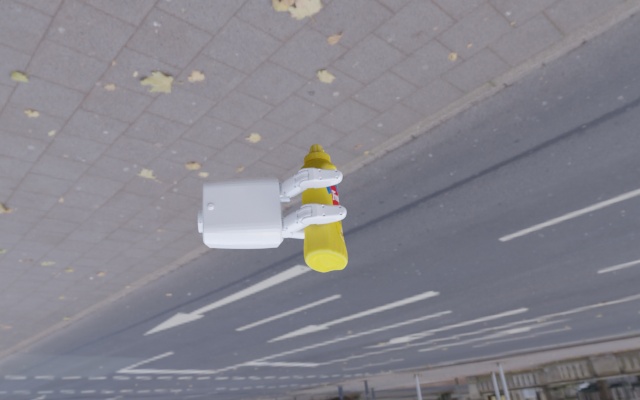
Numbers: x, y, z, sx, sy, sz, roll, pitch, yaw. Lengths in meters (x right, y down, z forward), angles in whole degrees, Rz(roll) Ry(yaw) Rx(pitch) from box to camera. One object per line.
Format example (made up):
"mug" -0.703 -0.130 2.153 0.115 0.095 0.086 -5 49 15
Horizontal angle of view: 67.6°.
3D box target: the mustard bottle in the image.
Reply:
"mustard bottle" 0.000 0.003 0.705 0.058 0.191 0.096 -12 -26 12
